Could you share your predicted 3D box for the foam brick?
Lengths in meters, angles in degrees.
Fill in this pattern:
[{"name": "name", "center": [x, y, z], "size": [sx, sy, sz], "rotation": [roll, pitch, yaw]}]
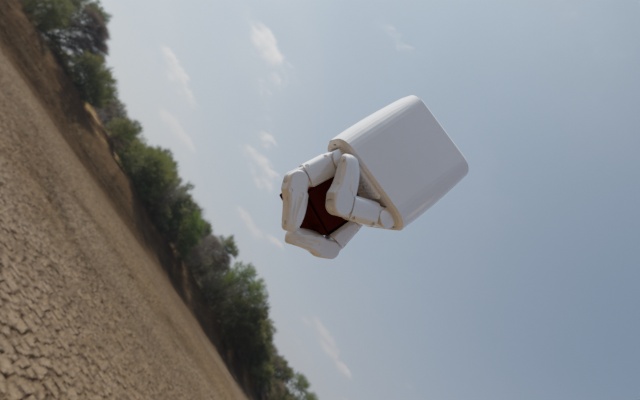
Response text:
[{"name": "foam brick", "center": [0.000, 0.002, 0.521], "size": [0.051, 0.053, 0.078], "rotation": [-35, 14, -20]}]
